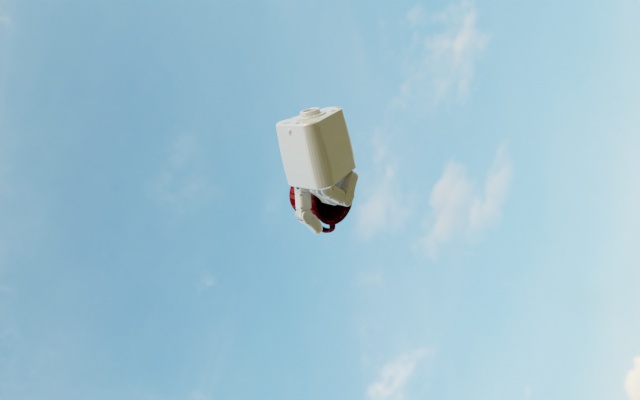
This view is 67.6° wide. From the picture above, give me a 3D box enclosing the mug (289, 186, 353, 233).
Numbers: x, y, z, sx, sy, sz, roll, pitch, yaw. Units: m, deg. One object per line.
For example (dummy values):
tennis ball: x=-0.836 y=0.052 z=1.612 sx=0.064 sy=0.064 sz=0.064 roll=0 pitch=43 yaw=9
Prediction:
mug: x=0.000 y=0.004 z=0.866 sx=0.093 sy=0.117 sz=0.081 roll=-26 pitch=24 yaw=-35
